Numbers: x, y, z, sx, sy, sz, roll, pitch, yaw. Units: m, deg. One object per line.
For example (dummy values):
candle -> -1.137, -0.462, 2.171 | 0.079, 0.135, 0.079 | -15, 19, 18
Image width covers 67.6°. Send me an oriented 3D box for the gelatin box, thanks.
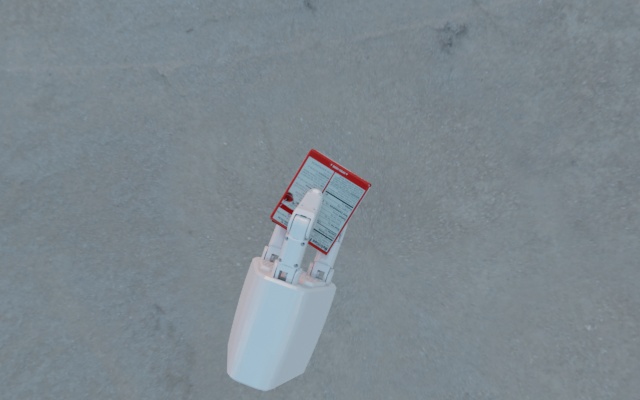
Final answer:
gelatin box -> 0.000, 0.001, 0.506 | 0.073, 0.089, 0.030 | 32, 6, 6
